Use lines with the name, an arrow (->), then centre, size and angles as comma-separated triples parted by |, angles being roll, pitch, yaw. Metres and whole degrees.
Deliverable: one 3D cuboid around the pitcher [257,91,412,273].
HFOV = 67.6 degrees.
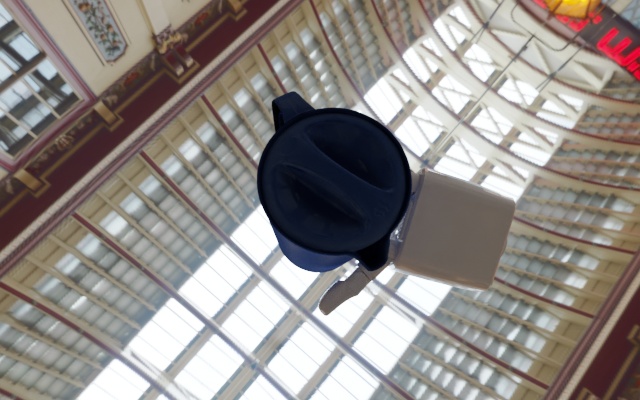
pitcher -> 0.000, 0.002, 0.517 | 0.145, 0.149, 0.243 | 16, -16, 0
